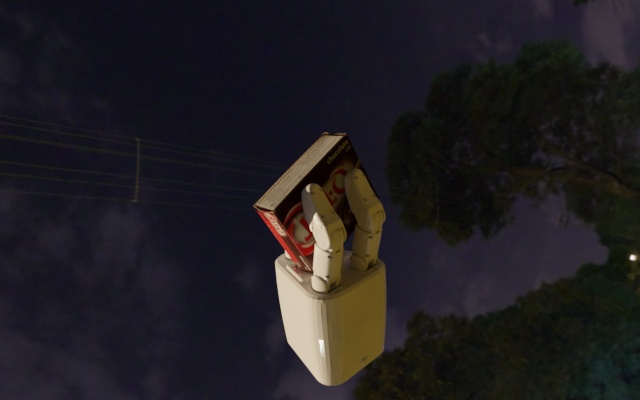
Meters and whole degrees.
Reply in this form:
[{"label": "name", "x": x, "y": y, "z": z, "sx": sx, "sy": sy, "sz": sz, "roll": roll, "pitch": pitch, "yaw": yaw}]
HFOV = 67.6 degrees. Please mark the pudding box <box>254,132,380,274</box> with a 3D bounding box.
[{"label": "pudding box", "x": 0.000, "y": 0.002, "z": 0.473, "sx": 0.039, "sy": 0.090, "sz": 0.113, "roll": 13, "pitch": 54, "yaw": 44}]
